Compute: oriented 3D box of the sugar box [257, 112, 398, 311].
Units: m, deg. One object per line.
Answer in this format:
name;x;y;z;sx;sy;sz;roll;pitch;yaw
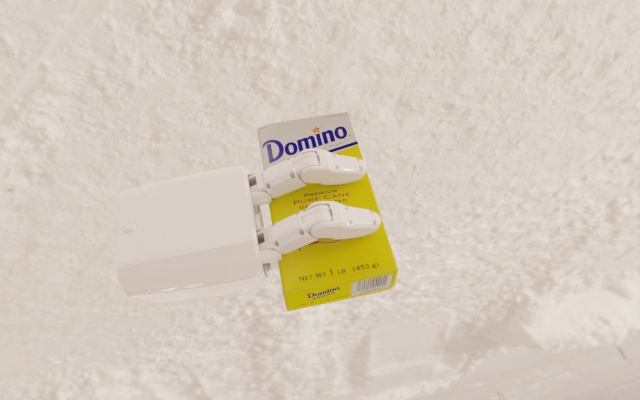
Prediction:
sugar box;0.000;0.001;0.424;0.093;0.176;0.048;-10;-32;-6
